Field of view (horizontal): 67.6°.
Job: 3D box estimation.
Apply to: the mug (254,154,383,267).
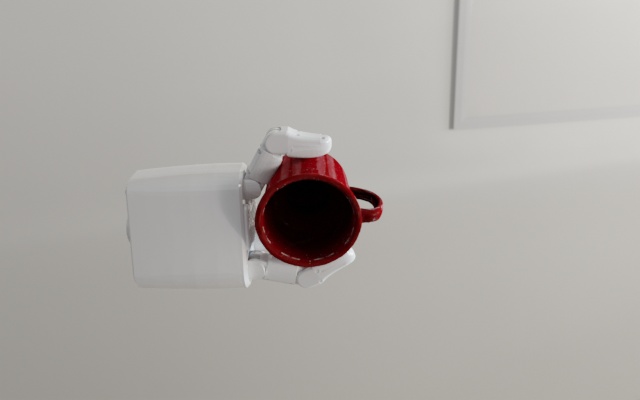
[{"bbox_3d":[0.002,0.001,0.449,0.117,0.093,0.081,-1,27,-2],"label":"mug"}]
